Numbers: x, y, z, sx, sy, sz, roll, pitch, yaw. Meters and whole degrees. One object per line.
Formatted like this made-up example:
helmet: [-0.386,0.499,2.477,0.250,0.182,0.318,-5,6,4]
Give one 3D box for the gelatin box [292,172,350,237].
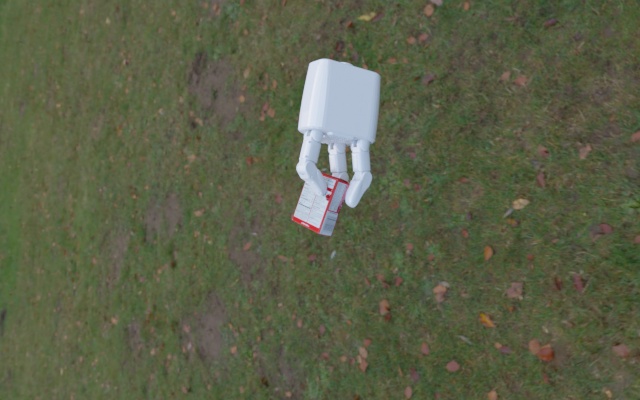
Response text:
gelatin box: [0.000,0.003,0.740,0.030,0.089,0.073,17,3,-41]
